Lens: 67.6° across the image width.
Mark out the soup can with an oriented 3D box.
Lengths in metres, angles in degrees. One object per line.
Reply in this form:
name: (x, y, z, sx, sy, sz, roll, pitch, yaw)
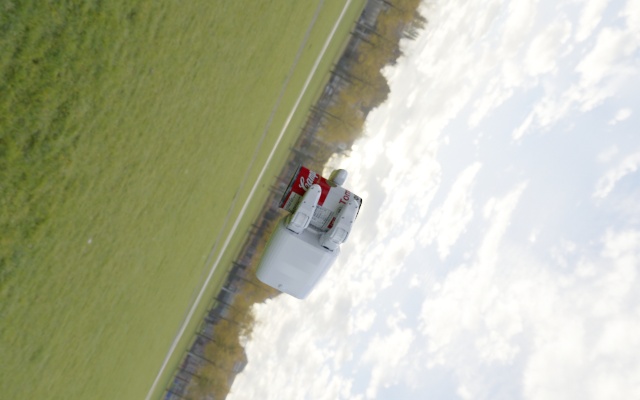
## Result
soup can: (0.001, 0.002, 0.678, 0.102, 0.068, 0.068, 27, -3, -6)
